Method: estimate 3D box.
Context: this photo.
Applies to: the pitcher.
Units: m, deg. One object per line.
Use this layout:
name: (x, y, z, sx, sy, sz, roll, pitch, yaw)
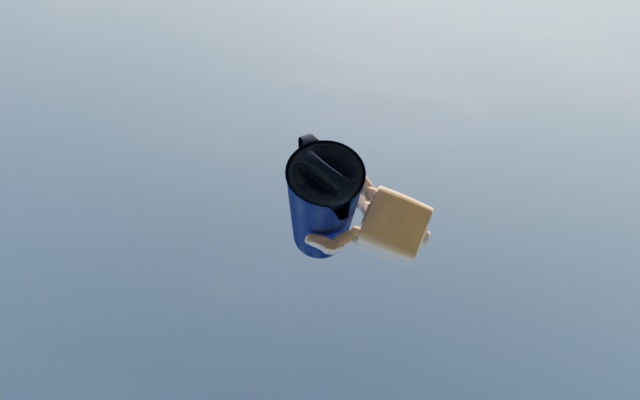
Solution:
pitcher: (0.000, 0.003, 0.883, 0.145, 0.149, 0.243, 21, -30, 9)
